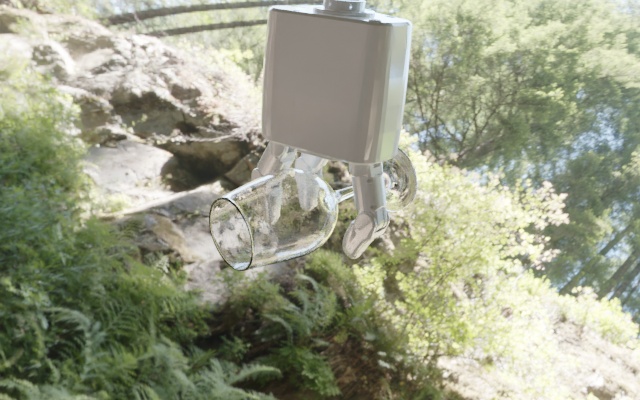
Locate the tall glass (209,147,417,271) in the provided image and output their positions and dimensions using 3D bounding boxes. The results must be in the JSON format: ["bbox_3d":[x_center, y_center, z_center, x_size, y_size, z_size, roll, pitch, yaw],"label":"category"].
[{"bbox_3d":[0.001,0.001,0.441,0.201,0.079,0.079,-20,13,-40],"label":"tall glass"}]
